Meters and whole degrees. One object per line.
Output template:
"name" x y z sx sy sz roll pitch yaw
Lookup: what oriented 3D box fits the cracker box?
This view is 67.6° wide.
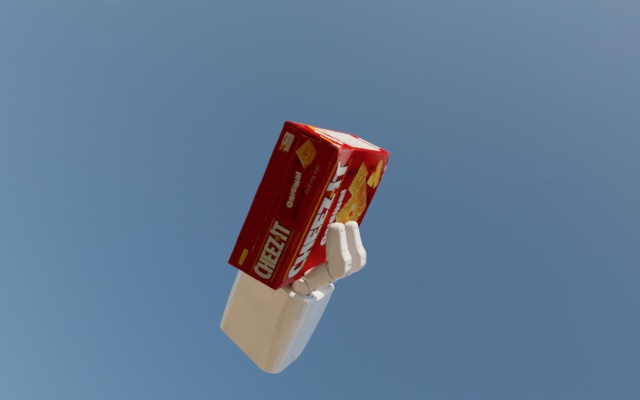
"cracker box" 0.000 0.002 0.570 0.072 0.164 0.213 27 13 18
